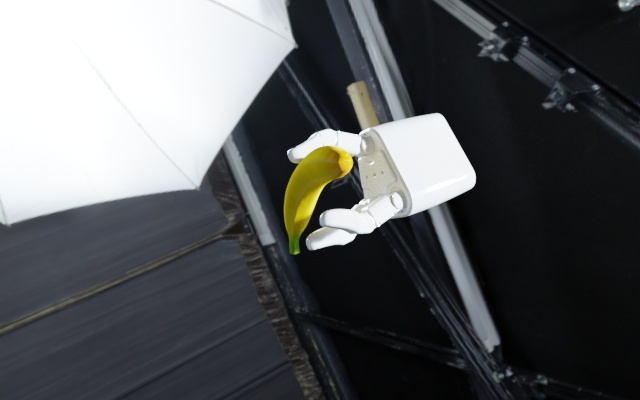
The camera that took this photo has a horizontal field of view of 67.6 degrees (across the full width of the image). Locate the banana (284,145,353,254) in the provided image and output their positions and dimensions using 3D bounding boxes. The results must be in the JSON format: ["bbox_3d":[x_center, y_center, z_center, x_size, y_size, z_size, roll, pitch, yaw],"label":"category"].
[{"bbox_3d":[-0.008,-0.012,0.524,0.037,0.069,0.198,-13,-26,-24],"label":"banana"}]
